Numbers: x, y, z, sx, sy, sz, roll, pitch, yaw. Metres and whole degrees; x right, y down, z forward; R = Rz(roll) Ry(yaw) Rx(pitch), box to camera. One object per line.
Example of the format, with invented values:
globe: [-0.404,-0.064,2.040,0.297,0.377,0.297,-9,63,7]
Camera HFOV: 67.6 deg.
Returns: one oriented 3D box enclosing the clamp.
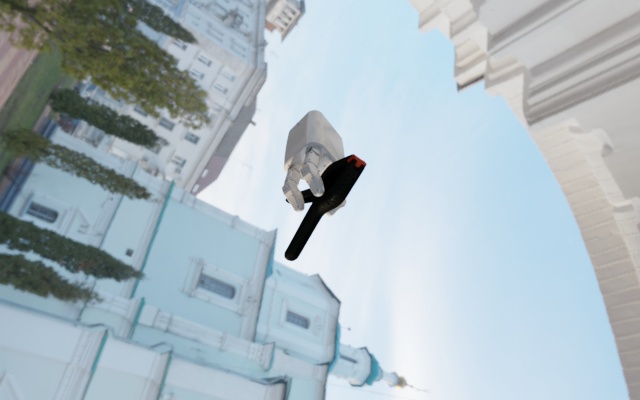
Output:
clamp: [0.001,0.003,0.833,0.036,0.164,0.210,30,-50,-27]
